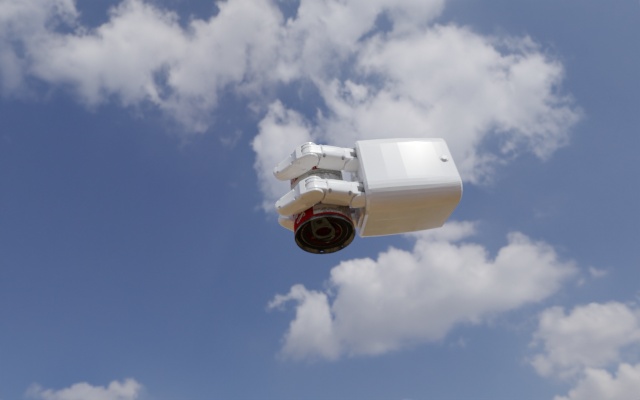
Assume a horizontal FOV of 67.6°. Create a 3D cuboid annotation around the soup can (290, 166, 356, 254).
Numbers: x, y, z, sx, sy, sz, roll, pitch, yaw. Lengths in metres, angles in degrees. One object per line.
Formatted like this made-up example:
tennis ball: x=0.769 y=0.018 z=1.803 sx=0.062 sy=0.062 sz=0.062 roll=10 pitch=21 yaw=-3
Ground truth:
soup can: x=0.000 y=0.002 z=0.559 sx=0.068 sy=0.102 sz=0.069 roll=-4 pitch=-41 yaw=-4
